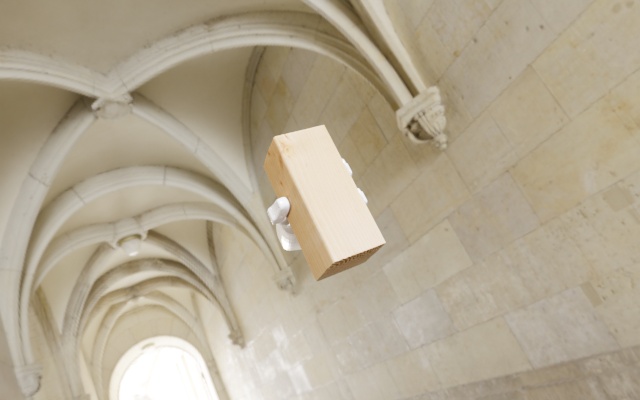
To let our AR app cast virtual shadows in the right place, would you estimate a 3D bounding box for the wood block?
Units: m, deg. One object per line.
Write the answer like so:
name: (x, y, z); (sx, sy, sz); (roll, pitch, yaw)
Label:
wood block: (0.000, 0.003, 0.720); (0.091, 0.206, 0.090); (-18, -19, -26)
